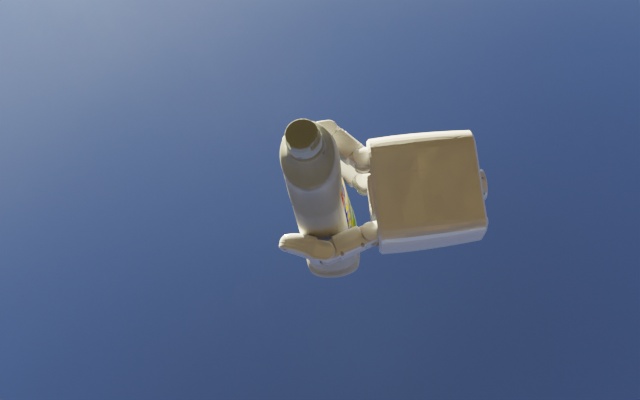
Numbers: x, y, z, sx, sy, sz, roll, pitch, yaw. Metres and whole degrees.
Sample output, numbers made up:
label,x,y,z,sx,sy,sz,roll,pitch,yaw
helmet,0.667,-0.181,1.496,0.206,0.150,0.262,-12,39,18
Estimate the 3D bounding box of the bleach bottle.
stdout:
label,x,y,z,sx,sy,sz,roll,pitch,yaw
bleach bottle,0.000,0.002,0.504,0.068,0.102,0.251,-7,-24,5
